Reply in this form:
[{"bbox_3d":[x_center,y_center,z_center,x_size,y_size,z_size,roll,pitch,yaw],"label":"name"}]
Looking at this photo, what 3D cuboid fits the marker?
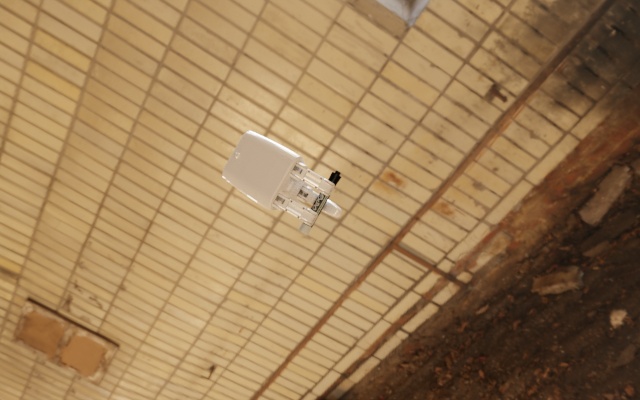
[{"bbox_3d":[0.000,0.003,0.812,0.020,0.121,0.020,30,1,0],"label":"marker"}]
